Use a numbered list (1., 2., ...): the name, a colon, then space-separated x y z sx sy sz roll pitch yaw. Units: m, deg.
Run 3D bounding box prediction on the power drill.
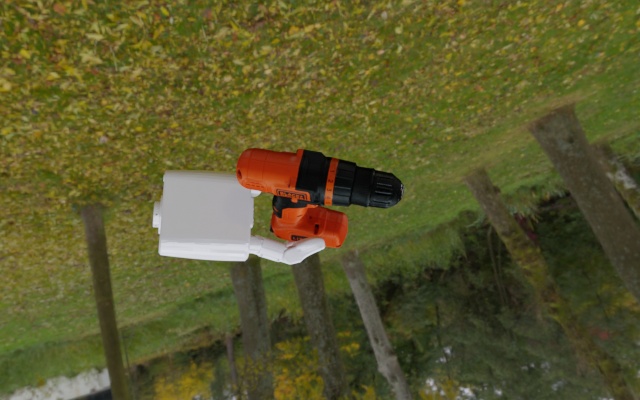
1. power drill: 0.000 0.002 0.587 0.184 0.057 0.188 11 -23 5
